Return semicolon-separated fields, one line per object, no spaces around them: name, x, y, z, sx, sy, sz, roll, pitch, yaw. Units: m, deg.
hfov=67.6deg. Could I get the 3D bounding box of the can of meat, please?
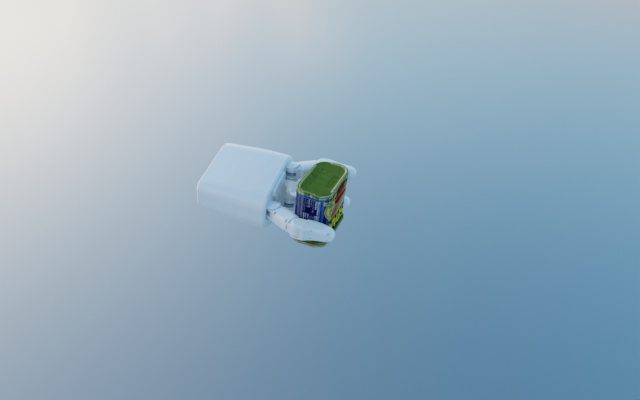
can of meat;0.000;0.002;0.680;0.057;0.084;0.102;16;35;14
